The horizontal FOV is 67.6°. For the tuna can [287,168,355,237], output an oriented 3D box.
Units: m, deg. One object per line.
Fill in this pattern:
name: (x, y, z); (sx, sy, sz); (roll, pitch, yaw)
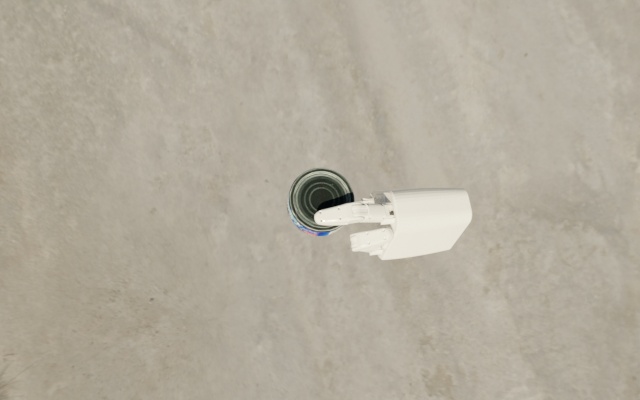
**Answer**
tuna can: (0.000, 0.002, 0.614); (0.086, 0.086, 0.034); (0, -13, -7)
